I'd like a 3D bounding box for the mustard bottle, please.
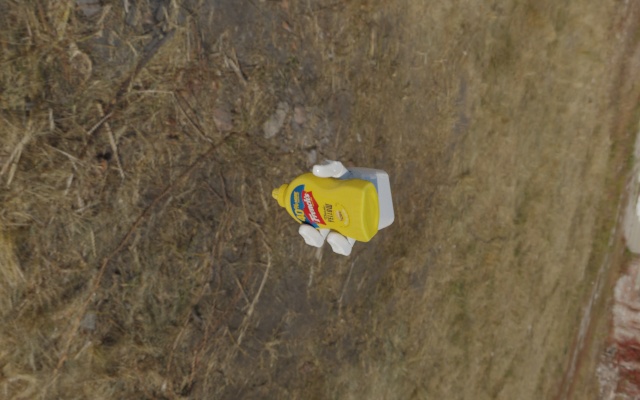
[{"bbox_3d":[0.000,0.003,0.777,0.191,0.096,0.058,12,36,33],"label":"mustard bottle"}]
